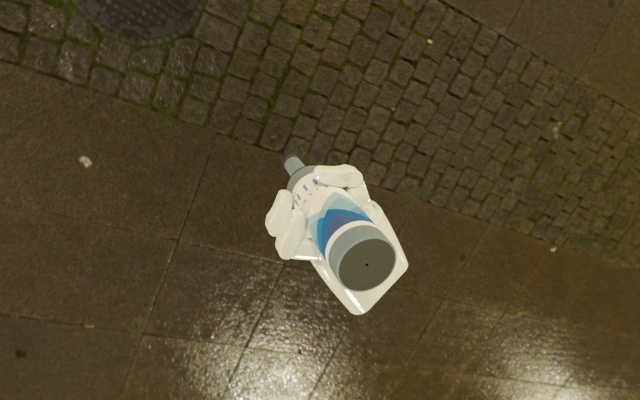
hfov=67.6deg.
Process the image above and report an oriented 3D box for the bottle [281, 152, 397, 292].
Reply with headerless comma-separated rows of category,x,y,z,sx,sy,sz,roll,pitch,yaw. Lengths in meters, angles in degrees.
bottle,0.000,0.002,0.603,0.069,0.069,0.295,0,25,-21
